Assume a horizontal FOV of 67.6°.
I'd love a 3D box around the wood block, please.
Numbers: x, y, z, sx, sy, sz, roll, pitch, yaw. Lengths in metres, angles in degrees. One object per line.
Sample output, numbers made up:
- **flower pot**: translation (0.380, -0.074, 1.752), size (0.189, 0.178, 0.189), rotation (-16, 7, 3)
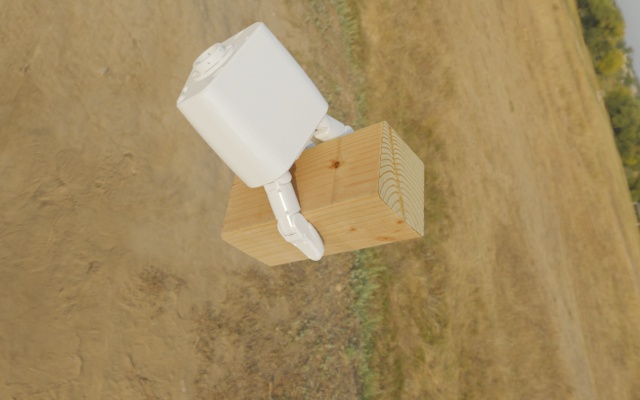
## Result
- **wood block**: translation (0.000, 0.002, 0.526), size (0.206, 0.090, 0.090), rotation (-15, -37, 34)
